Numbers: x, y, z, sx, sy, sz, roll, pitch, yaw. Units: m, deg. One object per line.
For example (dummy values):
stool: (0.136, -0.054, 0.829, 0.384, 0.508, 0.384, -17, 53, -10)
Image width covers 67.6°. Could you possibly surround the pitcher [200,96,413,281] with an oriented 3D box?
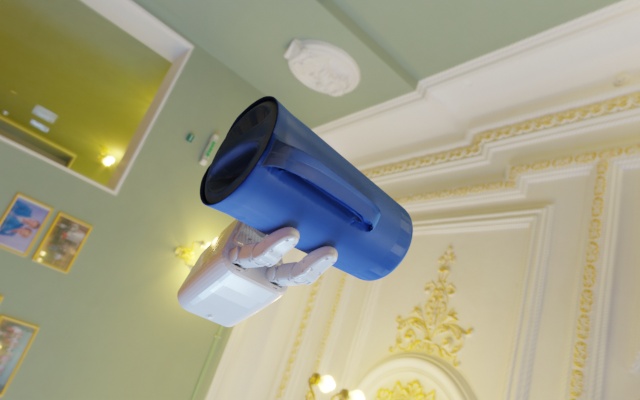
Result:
pitcher: (0.000, 0.002, 0.547, 0.243, 0.149, 0.145, 33, -59, -31)
